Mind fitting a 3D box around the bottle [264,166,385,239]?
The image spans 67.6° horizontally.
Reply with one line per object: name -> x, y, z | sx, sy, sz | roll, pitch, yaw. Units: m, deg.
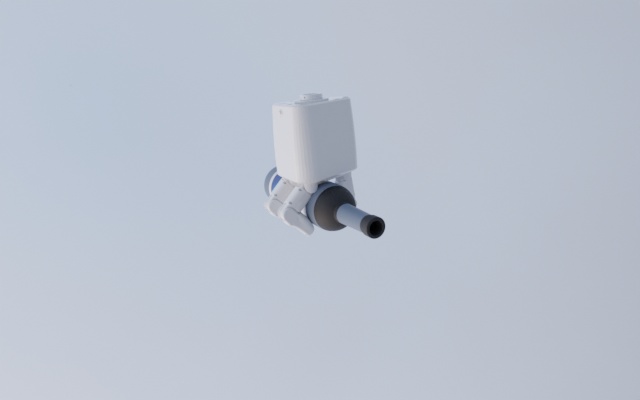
bottle -> 0.000, 0.002, 0.697 | 0.069, 0.069, 0.295 | 0, 12, -28
